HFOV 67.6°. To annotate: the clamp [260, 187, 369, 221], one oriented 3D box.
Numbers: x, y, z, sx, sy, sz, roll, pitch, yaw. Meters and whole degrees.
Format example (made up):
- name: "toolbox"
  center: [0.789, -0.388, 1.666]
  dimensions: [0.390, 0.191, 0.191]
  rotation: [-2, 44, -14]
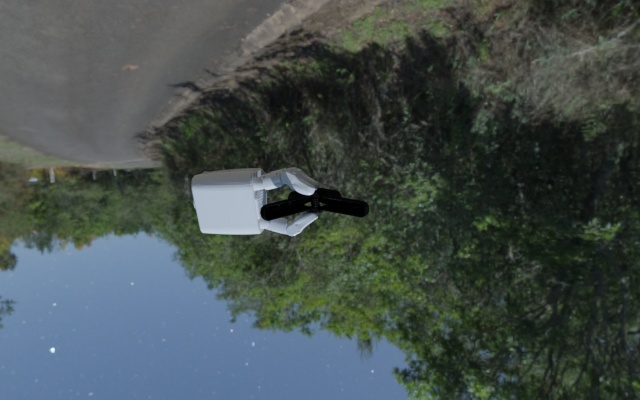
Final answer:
- name: "clamp"
  center: [0.000, 0.003, 0.806]
  dimensions: [0.164, 0.036, 0.210]
  rotation: [0, 9, 6]
